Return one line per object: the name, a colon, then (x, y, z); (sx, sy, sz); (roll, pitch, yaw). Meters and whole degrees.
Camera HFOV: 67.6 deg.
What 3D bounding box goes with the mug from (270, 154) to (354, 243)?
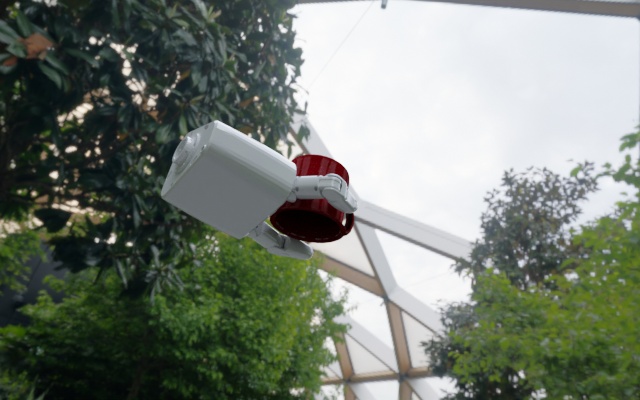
mug: (0.001, 0.002, 0.598); (0.117, 0.081, 0.093); (30, -34, -31)
